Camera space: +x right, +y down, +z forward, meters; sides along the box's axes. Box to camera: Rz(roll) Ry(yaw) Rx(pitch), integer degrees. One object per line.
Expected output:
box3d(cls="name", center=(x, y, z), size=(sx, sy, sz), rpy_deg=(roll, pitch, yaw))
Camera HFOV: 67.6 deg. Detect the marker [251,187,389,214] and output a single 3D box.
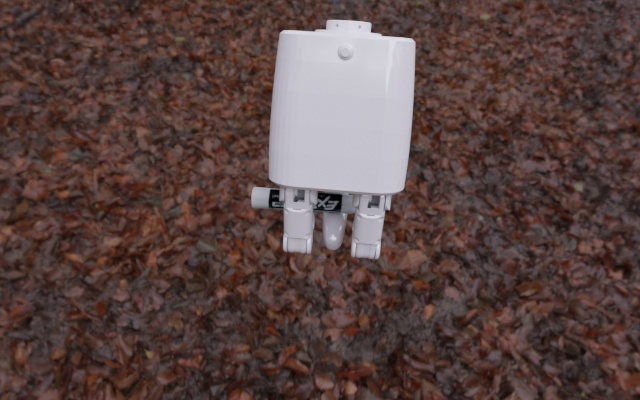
box3d(cls="marker", center=(0.000, 0.001, 0.424), size=(0.121, 0.020, 0.020), rpy_deg=(4, 0, 2))
